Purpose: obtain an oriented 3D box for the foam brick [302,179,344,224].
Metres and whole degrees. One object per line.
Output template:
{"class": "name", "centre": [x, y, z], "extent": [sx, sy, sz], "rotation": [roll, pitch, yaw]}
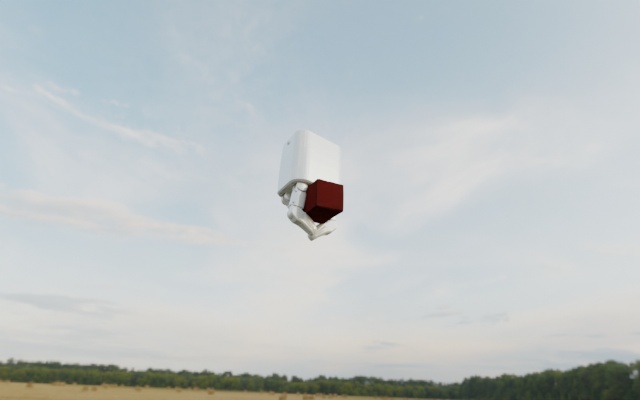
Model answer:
{"class": "foam brick", "centre": [0.000, 0.003, 0.835], "extent": [0.053, 0.051, 0.078], "rotation": [14, -25, -23]}
